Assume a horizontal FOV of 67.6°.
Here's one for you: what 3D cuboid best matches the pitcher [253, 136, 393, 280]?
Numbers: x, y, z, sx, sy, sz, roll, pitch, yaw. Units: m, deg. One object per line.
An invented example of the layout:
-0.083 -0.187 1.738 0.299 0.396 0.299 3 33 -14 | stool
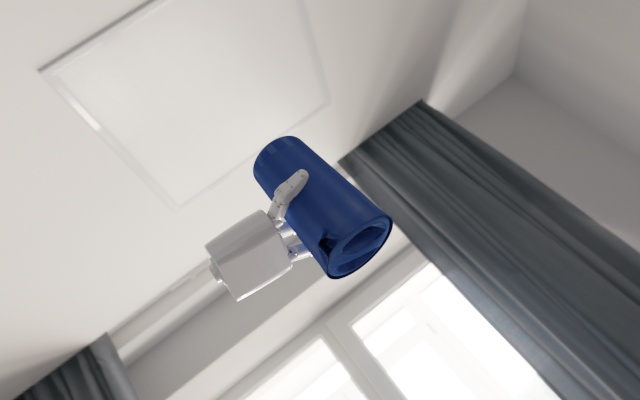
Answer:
0.000 0.003 0.794 0.145 0.242 0.149 -33 -31 -16 | pitcher
